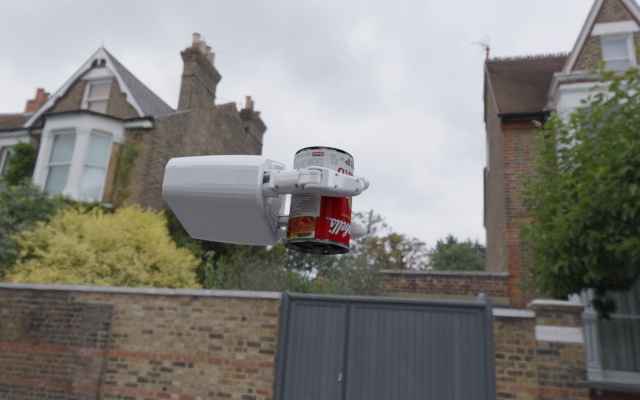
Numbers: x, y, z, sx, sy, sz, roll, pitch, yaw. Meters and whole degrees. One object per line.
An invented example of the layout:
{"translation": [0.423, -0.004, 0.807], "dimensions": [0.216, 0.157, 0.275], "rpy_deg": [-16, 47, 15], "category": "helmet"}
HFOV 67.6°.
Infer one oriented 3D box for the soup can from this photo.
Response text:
{"translation": [0.001, 0.001, 0.507], "dimensions": [0.068, 0.102, 0.068], "rpy_deg": [4, -17, 1], "category": "soup can"}
